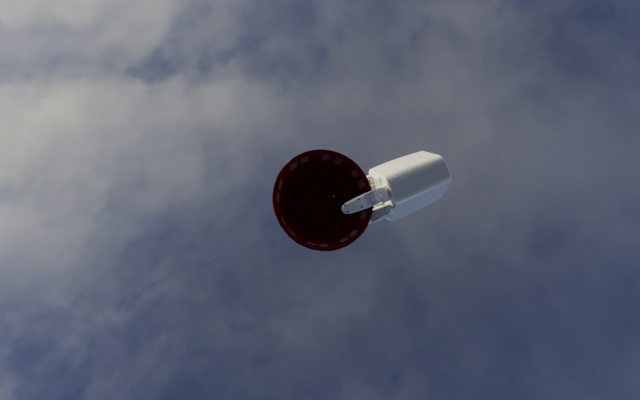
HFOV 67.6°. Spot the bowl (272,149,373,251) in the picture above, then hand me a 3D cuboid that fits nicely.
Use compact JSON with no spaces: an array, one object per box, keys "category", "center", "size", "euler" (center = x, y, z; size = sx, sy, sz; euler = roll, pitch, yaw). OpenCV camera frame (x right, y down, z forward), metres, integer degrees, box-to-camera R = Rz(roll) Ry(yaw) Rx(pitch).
[{"category":"bowl","center":[-0.001,0.003,0.767],"size":[0.162,0.162,0.055],"euler":[0,-10,-13]}]
